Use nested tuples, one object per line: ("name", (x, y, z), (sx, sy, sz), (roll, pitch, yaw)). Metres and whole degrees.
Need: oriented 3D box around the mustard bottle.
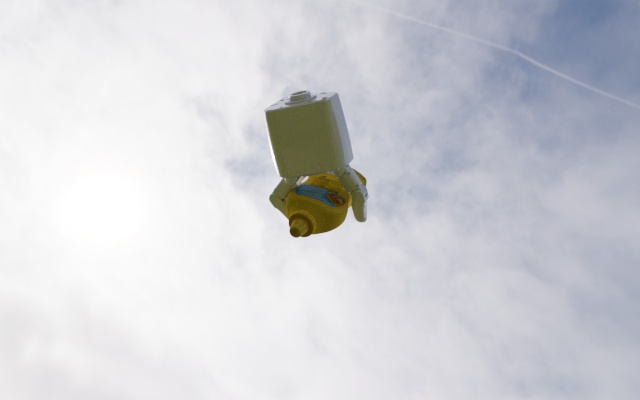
("mustard bottle", (0.000, 0.003, 0.748), (0.096, 0.058, 0.191), (21, 33, 14))
